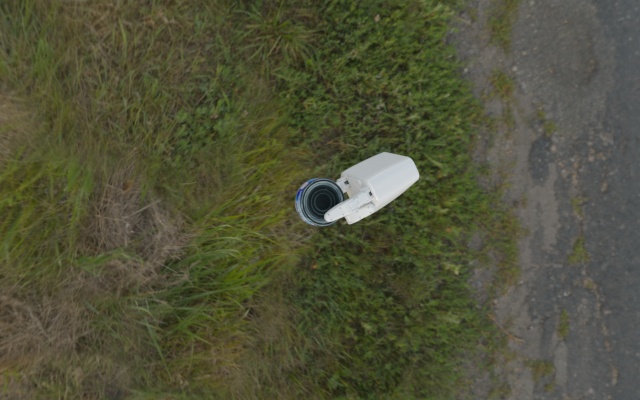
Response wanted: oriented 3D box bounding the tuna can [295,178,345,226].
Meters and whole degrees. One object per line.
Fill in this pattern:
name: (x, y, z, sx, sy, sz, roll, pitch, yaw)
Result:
tuna can: (0.000, 0.003, 0.849, 0.086, 0.086, 0.034, 0, 1, -20)
